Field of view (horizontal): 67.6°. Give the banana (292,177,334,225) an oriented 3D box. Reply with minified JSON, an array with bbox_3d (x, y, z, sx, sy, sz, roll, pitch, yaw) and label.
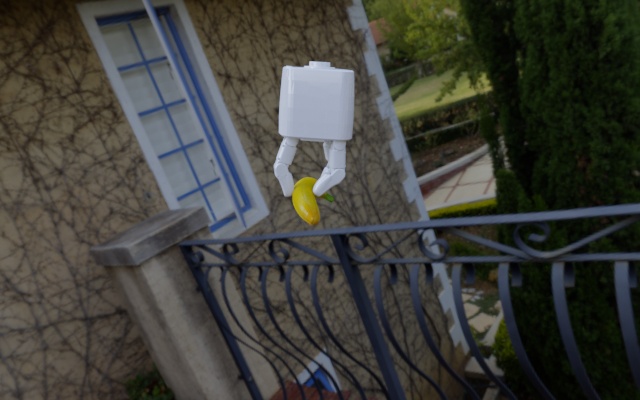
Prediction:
[{"bbox_3d":[-0.016,-0.007,0.804,0.069,0.037,0.197,29,15,3],"label":"banana"}]
